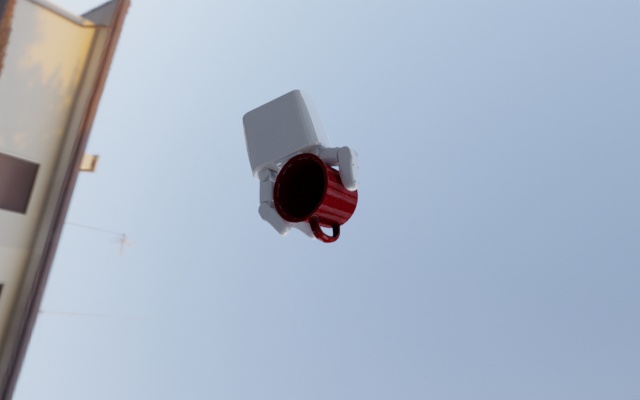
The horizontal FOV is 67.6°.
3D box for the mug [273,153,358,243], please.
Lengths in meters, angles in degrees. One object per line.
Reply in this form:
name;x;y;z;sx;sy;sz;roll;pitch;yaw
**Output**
mug;0.001;0.003;0.639;0.093;0.117;0.081;-31;-31;28
